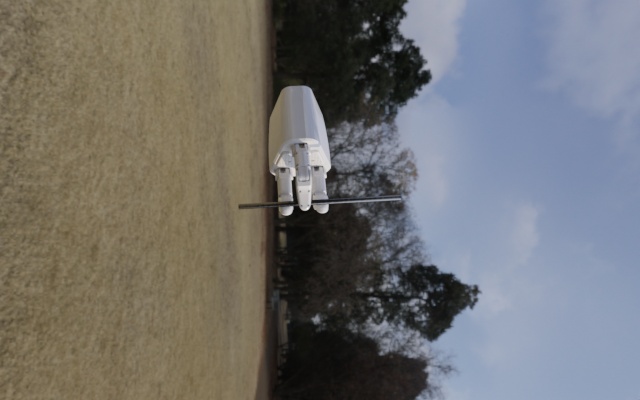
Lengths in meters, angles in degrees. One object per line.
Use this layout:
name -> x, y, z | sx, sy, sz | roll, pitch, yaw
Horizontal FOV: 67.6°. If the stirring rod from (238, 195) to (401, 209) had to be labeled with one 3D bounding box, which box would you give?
stirring rod -> 0.000, 0.002, 0.707 | 0.239, 0.011, 0.011 | -3, 0, -5
